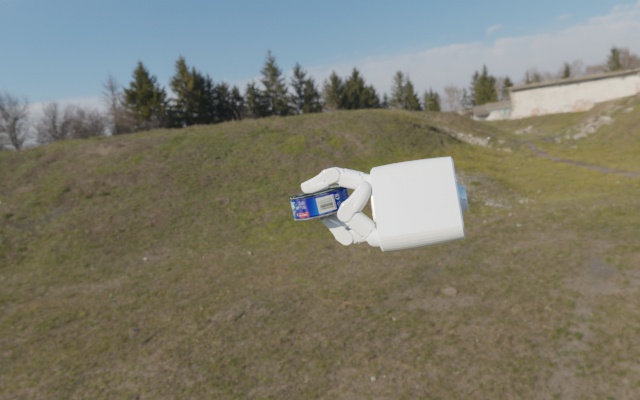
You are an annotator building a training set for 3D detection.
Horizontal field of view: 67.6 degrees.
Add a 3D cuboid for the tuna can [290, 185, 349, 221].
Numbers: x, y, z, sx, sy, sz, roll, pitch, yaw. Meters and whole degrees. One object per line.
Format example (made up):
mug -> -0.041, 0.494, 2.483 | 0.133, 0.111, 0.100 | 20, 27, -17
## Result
tuna can -> 0.000, 0.002, 0.688 | 0.086, 0.034, 0.086 | -14, 6, 1
